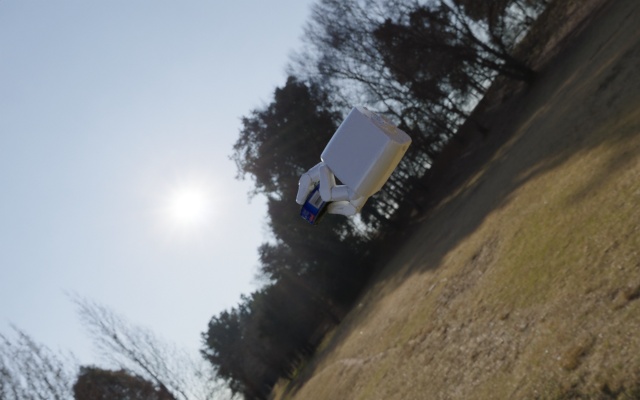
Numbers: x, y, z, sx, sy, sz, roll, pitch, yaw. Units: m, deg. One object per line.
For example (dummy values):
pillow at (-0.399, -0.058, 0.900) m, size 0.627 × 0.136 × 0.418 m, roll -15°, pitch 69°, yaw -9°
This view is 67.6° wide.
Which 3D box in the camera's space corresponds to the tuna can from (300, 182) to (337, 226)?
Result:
tuna can at (0.000, 0.003, 0.869) m, size 0.034 × 0.086 × 0.086 m, roll 35°, pitch 7°, yaw 10°
